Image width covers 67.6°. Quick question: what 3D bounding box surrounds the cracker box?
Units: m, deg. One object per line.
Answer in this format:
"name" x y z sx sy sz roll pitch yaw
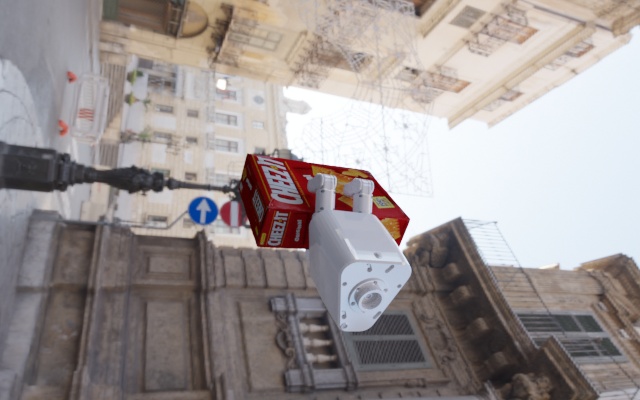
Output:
"cracker box" 0.000 0.002 0.709 0.214 0.072 0.164 6 27 -23
